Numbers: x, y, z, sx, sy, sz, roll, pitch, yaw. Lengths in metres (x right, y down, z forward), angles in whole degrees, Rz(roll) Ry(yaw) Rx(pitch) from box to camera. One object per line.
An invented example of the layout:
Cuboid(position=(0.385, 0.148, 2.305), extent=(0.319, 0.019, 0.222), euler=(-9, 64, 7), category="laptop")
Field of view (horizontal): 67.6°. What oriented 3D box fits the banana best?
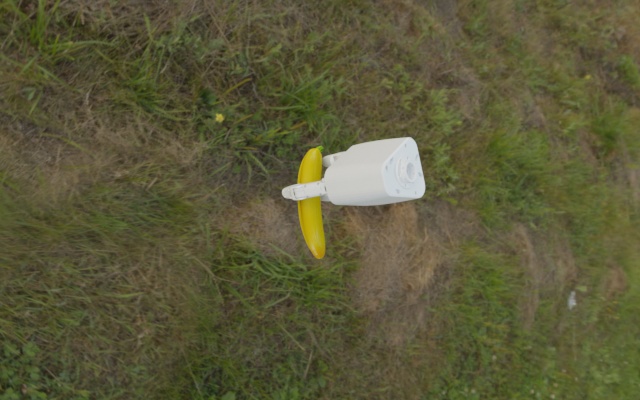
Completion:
Cuboid(position=(-0.011, -0.004, 0.793), extent=(0.037, 0.197, 0.069), euler=(-6, -12, 36), category="banana")
